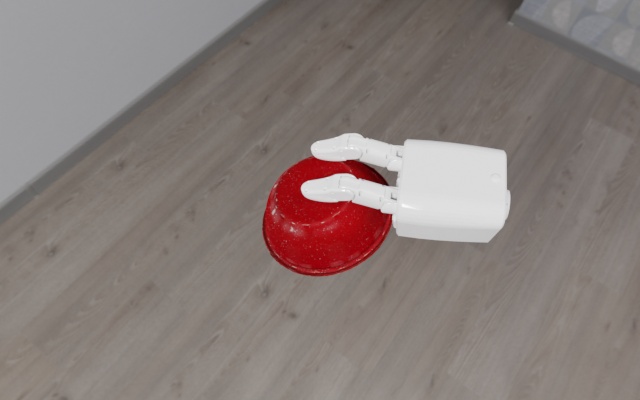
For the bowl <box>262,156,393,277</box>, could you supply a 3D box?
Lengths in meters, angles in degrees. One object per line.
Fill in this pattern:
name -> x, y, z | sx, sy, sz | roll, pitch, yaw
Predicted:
bowl -> -0.001, 0.002, 0.544 | 0.162, 0.162, 0.055 | 0, -32, 19
